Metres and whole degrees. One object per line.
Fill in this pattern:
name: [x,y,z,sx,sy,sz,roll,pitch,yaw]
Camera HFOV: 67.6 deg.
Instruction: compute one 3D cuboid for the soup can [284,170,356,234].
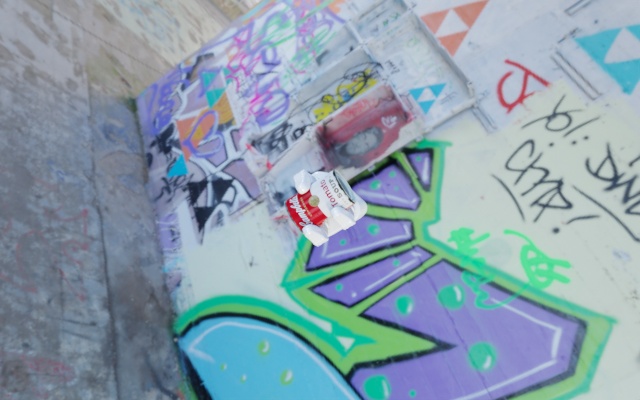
soup can: [0.000,0.002,0.797,0.102,0.068,0.068,-32,-8,13]
